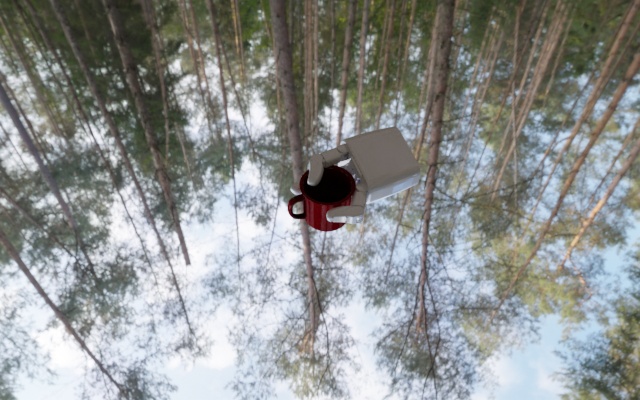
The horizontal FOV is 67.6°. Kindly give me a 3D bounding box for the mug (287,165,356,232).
[{"bbox_3d":[-0.001,0.003,0.811,0.117,0.093,0.082,-18,-39,-17],"label":"mug"}]
